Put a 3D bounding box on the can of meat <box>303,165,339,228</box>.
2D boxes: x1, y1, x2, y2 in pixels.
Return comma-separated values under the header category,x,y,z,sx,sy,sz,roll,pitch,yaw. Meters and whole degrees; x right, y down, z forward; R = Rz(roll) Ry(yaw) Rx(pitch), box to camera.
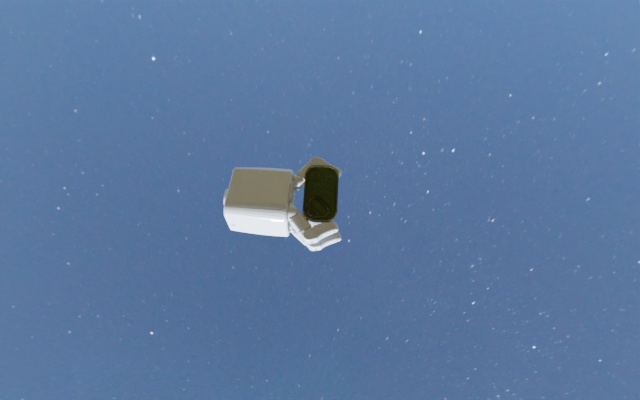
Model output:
category,x,y,z,sx,sy,sz,roll,pitch,yaw
can of meat,0.000,0.003,0.833,0.057,0.102,0.084,3,-24,0
